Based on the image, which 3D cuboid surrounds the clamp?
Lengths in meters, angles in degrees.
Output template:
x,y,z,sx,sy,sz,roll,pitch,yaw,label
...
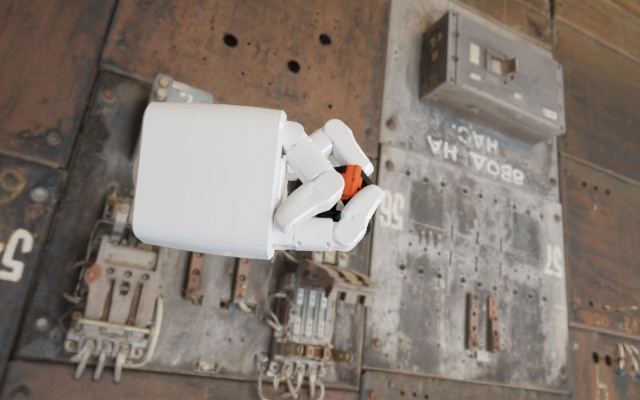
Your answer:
x,y,z,sx,sy,sz,roll,pitch,yaw,label
0.000,0.002,0.470,0.120,0.039,0.171,5,-18,-1,clamp
